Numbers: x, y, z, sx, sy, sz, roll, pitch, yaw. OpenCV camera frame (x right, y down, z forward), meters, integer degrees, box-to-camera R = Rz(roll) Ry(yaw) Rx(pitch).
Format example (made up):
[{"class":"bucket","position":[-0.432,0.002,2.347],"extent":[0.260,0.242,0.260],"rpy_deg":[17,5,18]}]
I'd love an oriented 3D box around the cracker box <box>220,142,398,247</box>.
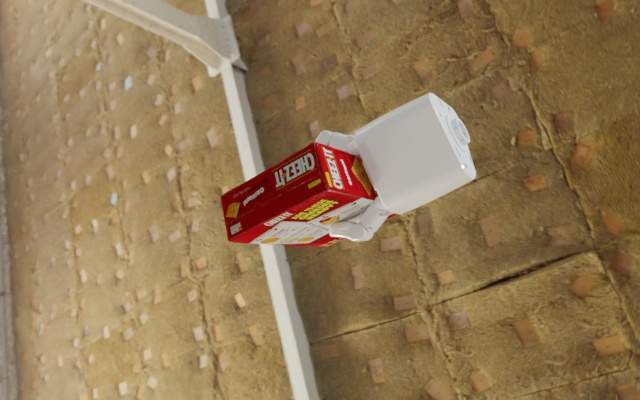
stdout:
[{"class":"cracker box","position":[0.000,0.002,0.646],"extent":[0.164,0.072,0.214],"rpy_deg":[-27,-22,30]}]
